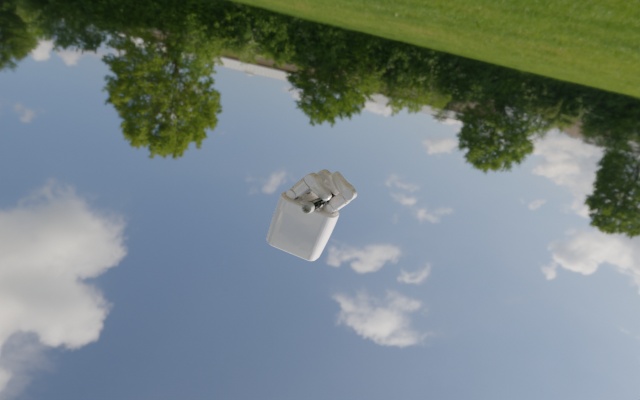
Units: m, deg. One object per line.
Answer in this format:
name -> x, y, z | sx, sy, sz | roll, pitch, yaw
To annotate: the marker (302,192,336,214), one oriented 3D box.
marker -> 0.000, 0.003, 0.882 | 0.020, 0.020, 0.121 | 0, 11, 25
